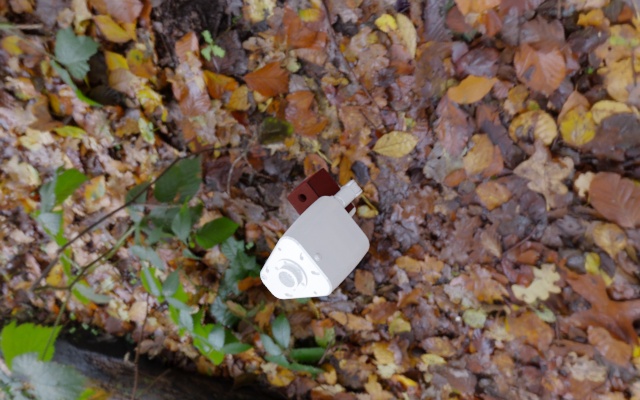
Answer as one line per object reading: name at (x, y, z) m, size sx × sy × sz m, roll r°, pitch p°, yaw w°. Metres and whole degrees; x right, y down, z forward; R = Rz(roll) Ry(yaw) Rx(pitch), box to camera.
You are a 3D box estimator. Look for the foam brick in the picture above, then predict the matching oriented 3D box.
foam brick at (0.000, 0.002, 0.700) m, size 0.053 × 0.078 × 0.051 m, roll -35°, pitch 5°, yaw 43°
